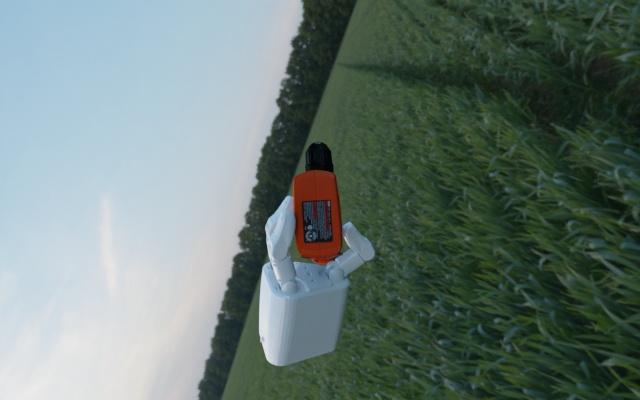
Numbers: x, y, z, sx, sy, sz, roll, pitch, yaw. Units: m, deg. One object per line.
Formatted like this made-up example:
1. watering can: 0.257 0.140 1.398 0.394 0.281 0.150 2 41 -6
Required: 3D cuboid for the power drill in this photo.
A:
1. power drill: 0.000 0.002 0.654 0.057 0.184 0.187 -6 -1 4
